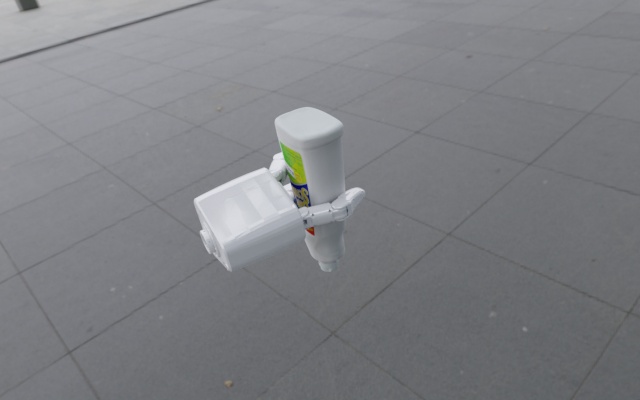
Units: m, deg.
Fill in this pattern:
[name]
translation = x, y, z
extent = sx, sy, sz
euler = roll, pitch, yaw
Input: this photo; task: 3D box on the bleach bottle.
[bleach bottle]
translation = 0.000, 0.002, 0.672
extent = 0.068, 0.251, 0.102
euler = -24, 35, -20
